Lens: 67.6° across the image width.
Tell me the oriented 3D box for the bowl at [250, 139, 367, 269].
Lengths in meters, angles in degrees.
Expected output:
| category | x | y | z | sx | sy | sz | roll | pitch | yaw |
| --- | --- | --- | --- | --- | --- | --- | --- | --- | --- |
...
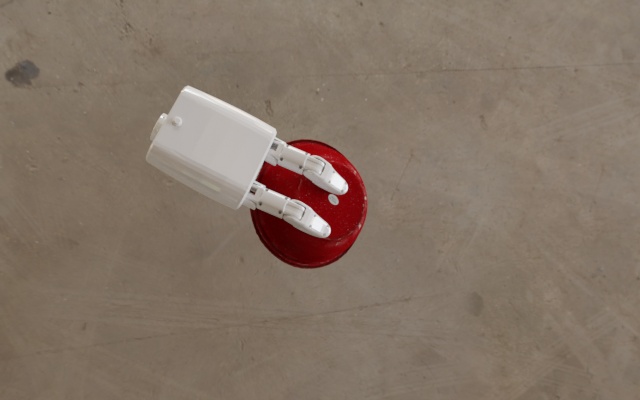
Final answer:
| category | x | y | z | sx | sy | sz | roll | pitch | yaw |
| --- | --- | --- | --- | --- | --- | --- | --- | --- | --- |
| bowl | 0.001 | 0.002 | 0.572 | 0.162 | 0.162 | 0.055 | 0 | -4 | -30 |
